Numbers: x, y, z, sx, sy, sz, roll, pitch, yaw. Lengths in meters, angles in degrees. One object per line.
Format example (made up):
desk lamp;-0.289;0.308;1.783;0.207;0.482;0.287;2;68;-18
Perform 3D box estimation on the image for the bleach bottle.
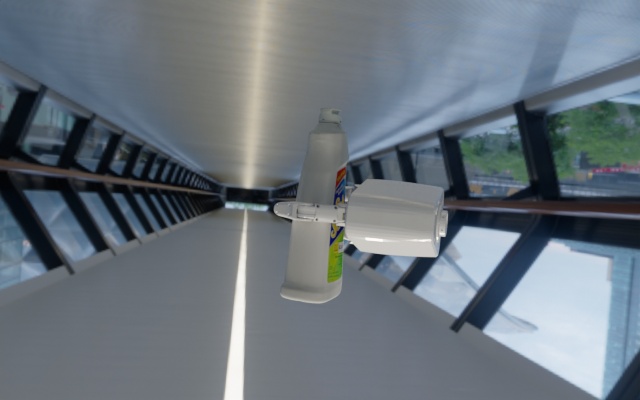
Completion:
bleach bottle;0.000;0.002;0.639;0.068;0.251;0.102;5;1;19
